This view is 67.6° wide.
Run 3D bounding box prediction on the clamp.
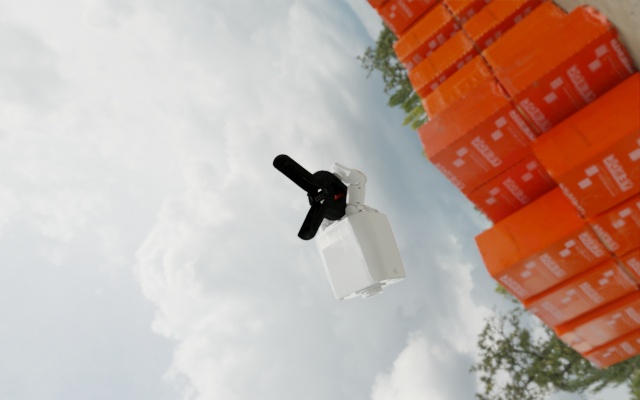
[{"bbox_3d":[0.000,0.002,0.686,0.039,0.120,0.171,-19,-16,32],"label":"clamp"}]
